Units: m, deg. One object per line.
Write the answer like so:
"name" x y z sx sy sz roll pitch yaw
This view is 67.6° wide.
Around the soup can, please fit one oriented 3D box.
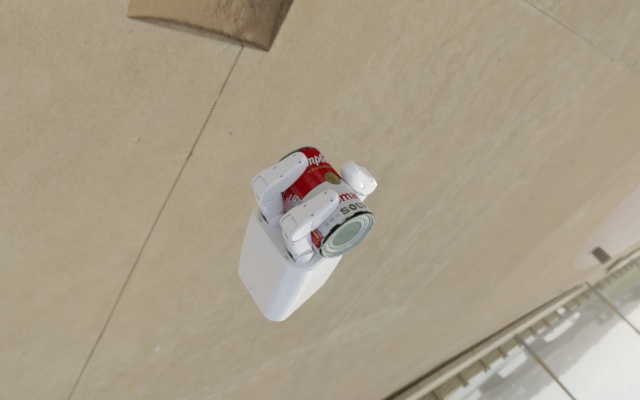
"soup can" 0.000 0.001 0.498 0.068 0.068 0.102 0 43 -49
